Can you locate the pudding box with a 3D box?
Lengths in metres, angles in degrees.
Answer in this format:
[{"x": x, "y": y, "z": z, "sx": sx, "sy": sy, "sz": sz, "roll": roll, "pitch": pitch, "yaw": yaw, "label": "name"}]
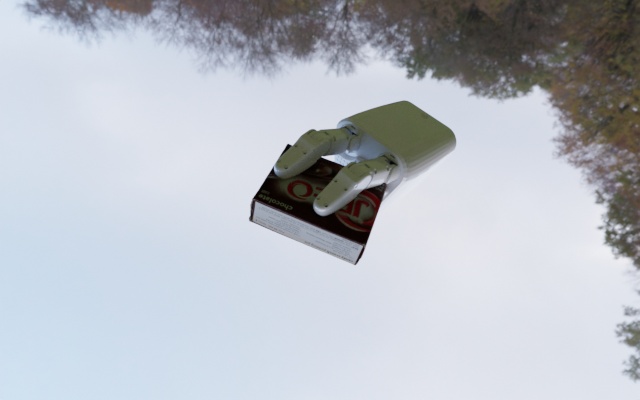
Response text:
[{"x": 0.000, "y": 0.002, "z": 0.464, "sx": 0.113, "sy": 0.039, "sz": 0.090, "roll": 20, "pitch": 44, "yaw": 5, "label": "pudding box"}]
